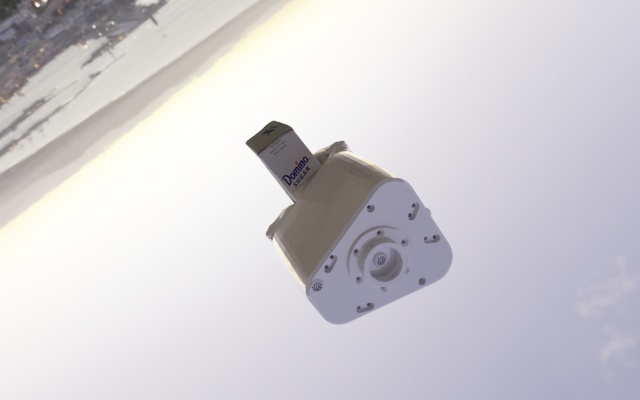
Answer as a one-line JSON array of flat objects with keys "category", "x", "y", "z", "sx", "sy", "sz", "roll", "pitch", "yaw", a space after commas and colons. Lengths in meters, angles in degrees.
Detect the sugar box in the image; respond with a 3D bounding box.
[{"category": "sugar box", "x": 0.001, "y": 0.001, "z": 0.479, "sx": 0.048, "sy": 0.176, "sz": 0.093, "roll": -38, "pitch": 21, "yaw": -5}]
